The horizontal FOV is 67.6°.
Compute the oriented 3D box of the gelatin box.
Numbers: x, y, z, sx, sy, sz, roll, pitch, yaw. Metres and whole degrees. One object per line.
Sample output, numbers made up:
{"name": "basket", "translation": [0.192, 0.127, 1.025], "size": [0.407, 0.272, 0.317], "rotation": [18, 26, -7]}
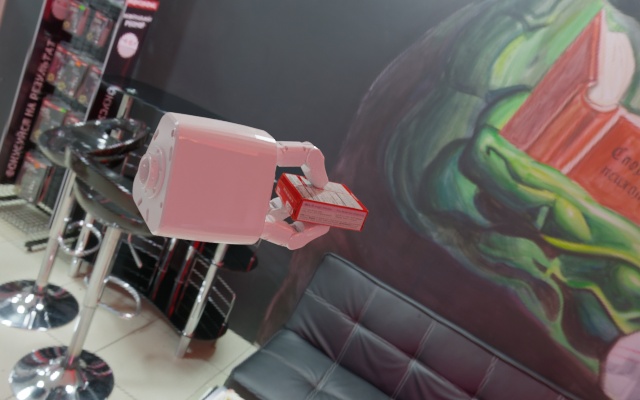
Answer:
{"name": "gelatin box", "translation": [0.001, 0.001, 0.552], "size": [0.089, 0.030, 0.073], "rotation": [10, 22, -26]}
